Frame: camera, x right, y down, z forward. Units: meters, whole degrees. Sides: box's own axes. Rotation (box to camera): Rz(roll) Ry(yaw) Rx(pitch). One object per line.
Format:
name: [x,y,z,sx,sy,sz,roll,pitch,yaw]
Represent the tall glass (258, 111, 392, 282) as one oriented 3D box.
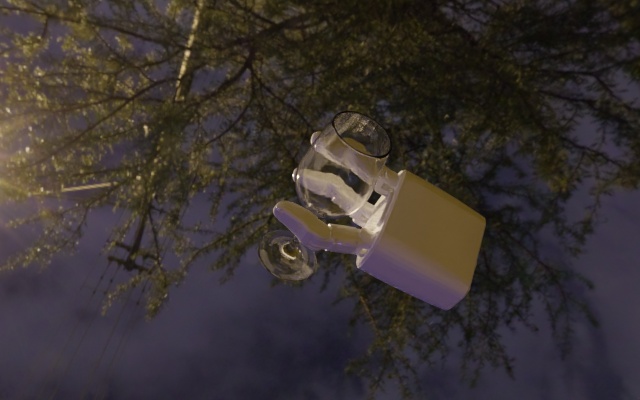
tall glass: [0.000,0.002,0.503,0.079,0.079,0.201,0,-40,-30]
